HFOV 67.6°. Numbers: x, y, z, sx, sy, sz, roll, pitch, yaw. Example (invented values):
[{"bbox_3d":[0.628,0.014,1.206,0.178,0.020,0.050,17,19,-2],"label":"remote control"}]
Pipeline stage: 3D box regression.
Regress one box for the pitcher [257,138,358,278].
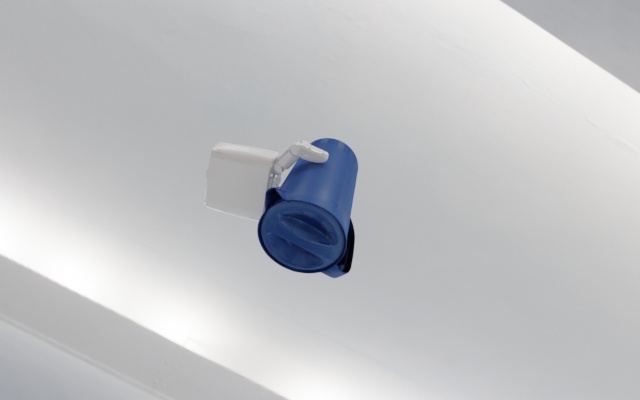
[{"bbox_3d":[0.000,0.002,0.787,0.145,0.149,0.242,13,35,6],"label":"pitcher"}]
